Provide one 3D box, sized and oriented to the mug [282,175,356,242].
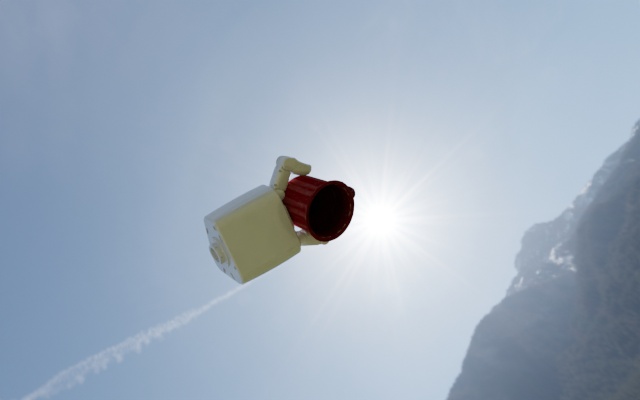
[{"bbox_3d":[0.001,0.002,0.733,0.117,0.093,0.081,-28,29,-30],"label":"mug"}]
